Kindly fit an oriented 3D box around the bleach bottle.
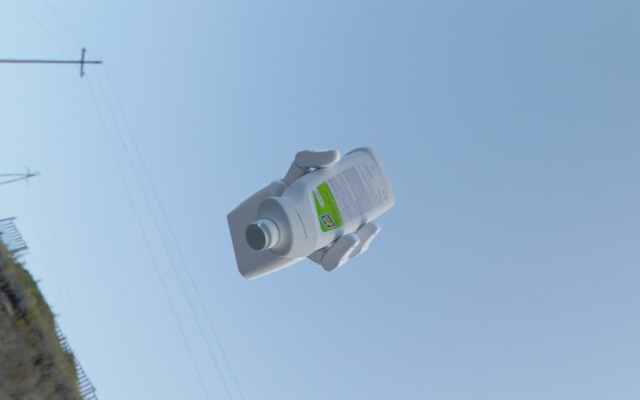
[{"bbox_3d":[0.000,0.002,0.586,0.068,0.102,0.251,-28,-4,37],"label":"bleach bottle"}]
